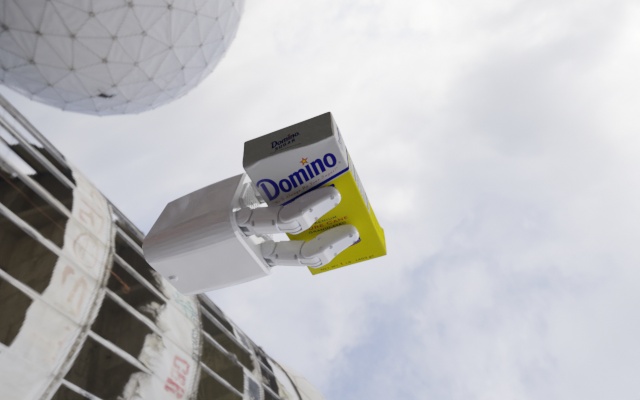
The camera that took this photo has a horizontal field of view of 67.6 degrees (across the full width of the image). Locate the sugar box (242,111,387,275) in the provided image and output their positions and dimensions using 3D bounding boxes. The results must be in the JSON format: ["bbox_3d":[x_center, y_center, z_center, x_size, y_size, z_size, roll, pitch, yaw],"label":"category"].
[{"bbox_3d":[0.000,0.002,0.492,0.093,0.048,0.176,-18,-46,13],"label":"sugar box"}]
